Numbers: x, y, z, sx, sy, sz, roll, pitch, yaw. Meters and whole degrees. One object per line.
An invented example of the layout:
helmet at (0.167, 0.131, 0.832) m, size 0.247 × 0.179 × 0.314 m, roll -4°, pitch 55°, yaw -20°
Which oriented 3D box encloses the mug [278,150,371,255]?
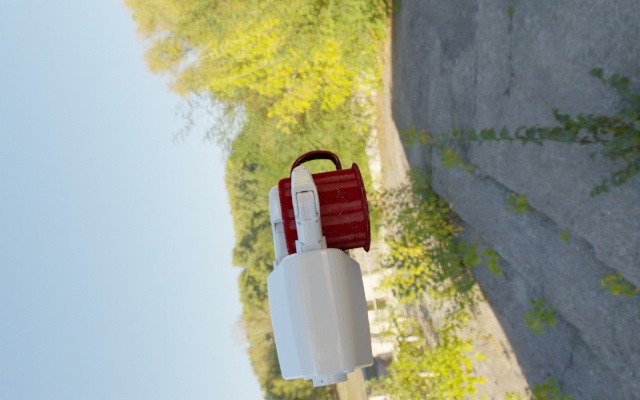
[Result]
mug at (0.000, 0.000, 0.490) m, size 0.081 × 0.117 × 0.093 m, roll -8°, pitch -19°, yaw -3°
